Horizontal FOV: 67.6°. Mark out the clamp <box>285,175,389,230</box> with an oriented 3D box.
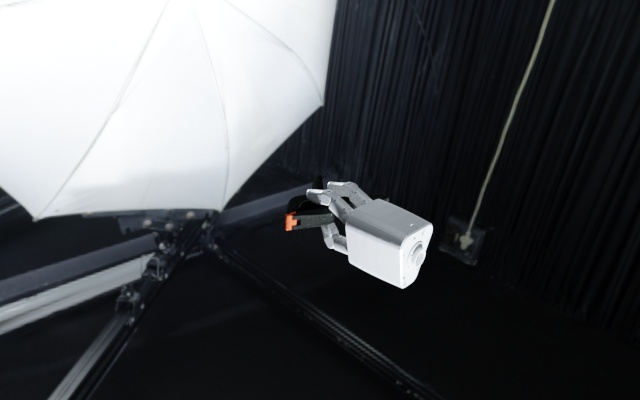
[{"bbox_3d":[0.000,0.004,0.857,0.164,0.036,0.210,21,29,37],"label":"clamp"}]
